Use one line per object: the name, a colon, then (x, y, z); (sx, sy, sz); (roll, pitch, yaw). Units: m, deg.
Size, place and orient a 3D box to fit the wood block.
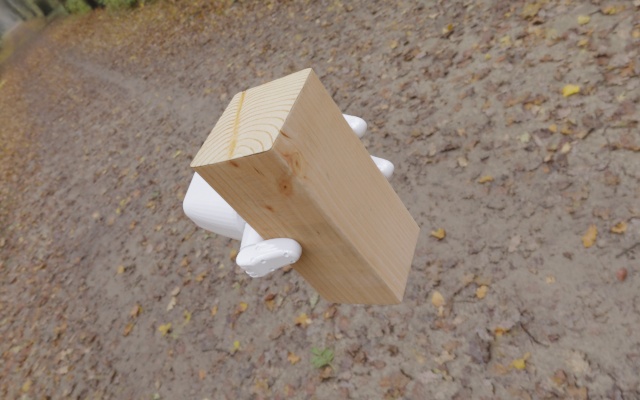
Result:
wood block: (0.000, 0.002, 0.425); (0.090, 0.090, 0.206); (-7, -43, 38)
